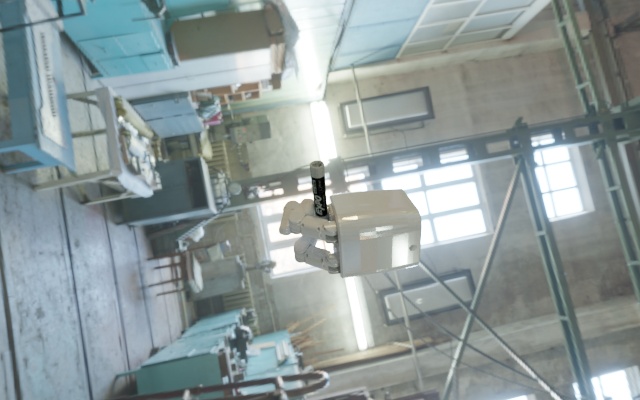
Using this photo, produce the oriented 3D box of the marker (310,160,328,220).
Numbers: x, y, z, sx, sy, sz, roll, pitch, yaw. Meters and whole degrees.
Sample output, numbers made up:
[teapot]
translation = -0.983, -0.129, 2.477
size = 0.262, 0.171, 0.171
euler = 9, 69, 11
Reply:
[marker]
translation = 0.000, 0.002, 0.630
size = 0.020, 0.121, 0.020
euler = -3, 38, 3
